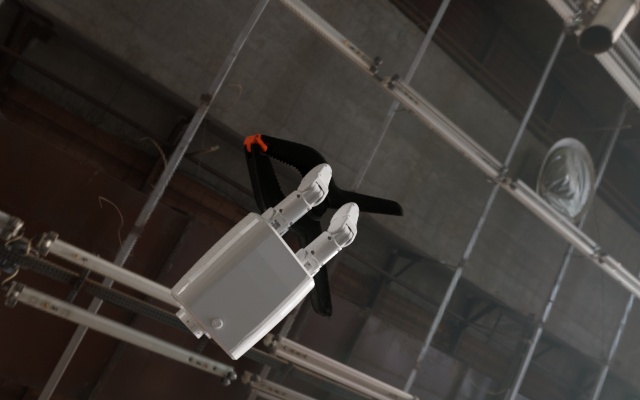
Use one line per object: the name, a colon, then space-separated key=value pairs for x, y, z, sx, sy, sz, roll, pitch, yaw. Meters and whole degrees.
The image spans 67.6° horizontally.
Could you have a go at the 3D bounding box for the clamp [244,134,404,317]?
clamp: x=-0.001 y=0.001 z=0.531 sx=0.164 sy=0.210 sz=0.036 roll=-44 pitch=22 yaw=-23
